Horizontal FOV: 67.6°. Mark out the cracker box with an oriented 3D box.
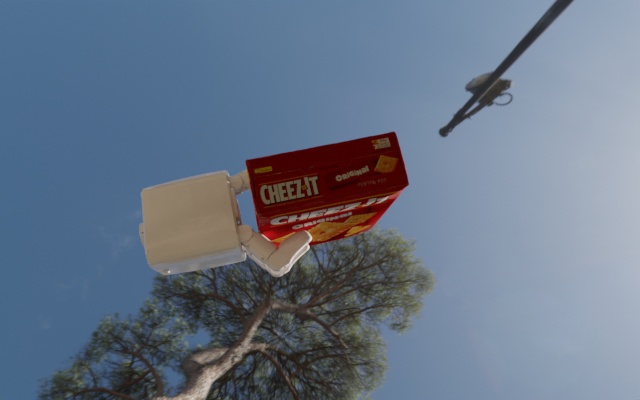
[{"bbox_3d":[0.000,0.002,0.589,0.164,0.072,0.214,-12,-14,-8],"label":"cracker box"}]
